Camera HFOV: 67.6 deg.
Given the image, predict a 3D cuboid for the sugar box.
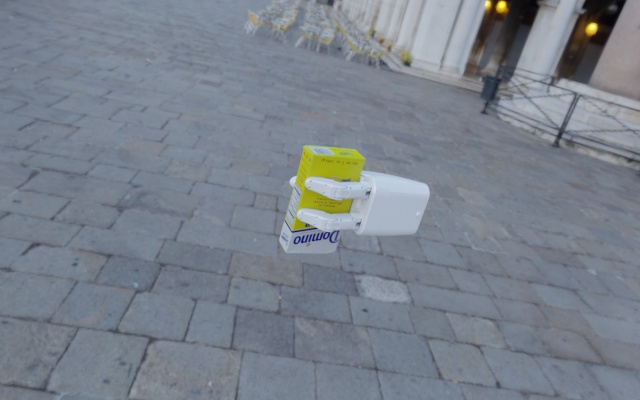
[{"bbox_3d":[0.000,0.003,0.759,0.093,0.176,0.048,2,26,-26],"label":"sugar box"}]
